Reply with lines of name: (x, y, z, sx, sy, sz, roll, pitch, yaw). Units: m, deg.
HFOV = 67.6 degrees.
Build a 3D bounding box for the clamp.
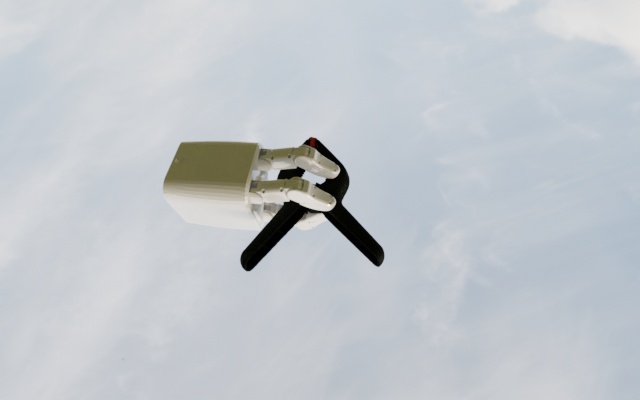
clamp: (0.000, 0.002, 0.600, 0.164, 0.209, 0.036, 4, -40, 6)
